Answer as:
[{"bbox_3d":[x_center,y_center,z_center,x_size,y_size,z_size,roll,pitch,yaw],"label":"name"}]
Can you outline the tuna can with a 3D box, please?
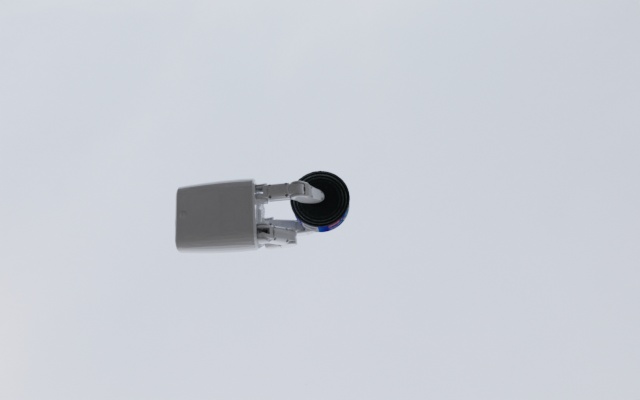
[{"bbox_3d":[0.000,0.002,0.694,0.086,0.086,0.034,0,-20,4],"label":"tuna can"}]
